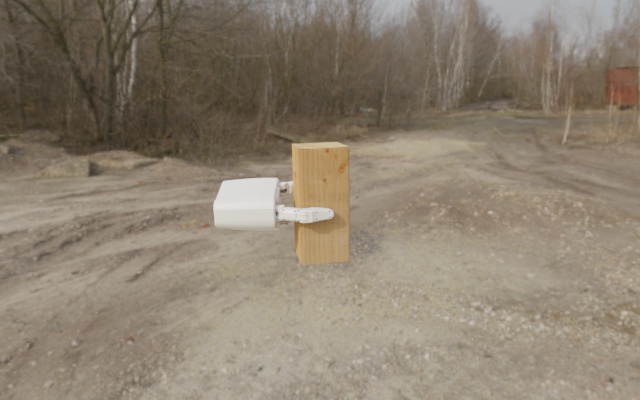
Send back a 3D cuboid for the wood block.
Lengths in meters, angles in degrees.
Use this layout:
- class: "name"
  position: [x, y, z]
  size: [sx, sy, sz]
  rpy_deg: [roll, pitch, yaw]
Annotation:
- class: "wood block"
  position: [0.000, 0.003, 0.866]
  size: [0.090, 0.206, 0.091]
  rpy_deg: [-4, 13, -10]
